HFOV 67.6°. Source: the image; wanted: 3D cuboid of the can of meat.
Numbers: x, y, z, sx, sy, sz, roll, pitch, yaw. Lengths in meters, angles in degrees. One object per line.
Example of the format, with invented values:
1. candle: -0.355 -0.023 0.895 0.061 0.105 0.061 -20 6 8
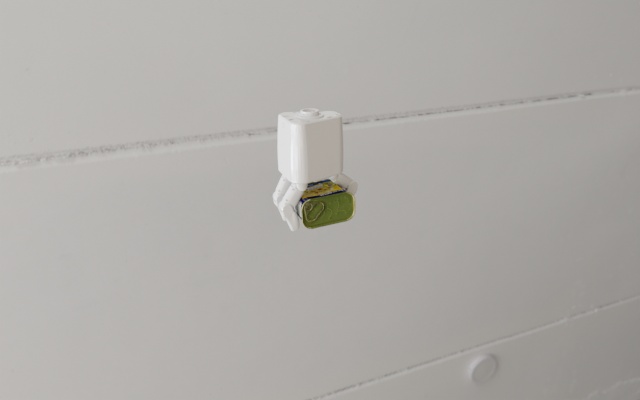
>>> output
1. can of meat: 0.000 0.003 0.873 0.102 0.057 0.084 -12 26 -18
